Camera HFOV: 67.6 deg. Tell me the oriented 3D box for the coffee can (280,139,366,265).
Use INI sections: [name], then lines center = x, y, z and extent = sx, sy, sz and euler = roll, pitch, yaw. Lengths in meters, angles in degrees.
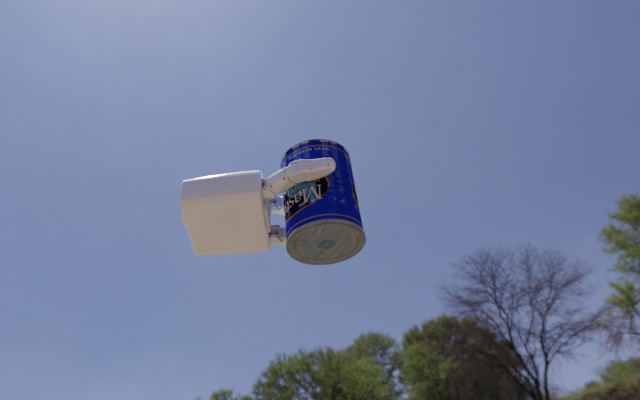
[coffee can]
center = 0.000, 0.002, 0.651
extent = 0.103, 0.140, 0.103
euler = -5, -36, -4
